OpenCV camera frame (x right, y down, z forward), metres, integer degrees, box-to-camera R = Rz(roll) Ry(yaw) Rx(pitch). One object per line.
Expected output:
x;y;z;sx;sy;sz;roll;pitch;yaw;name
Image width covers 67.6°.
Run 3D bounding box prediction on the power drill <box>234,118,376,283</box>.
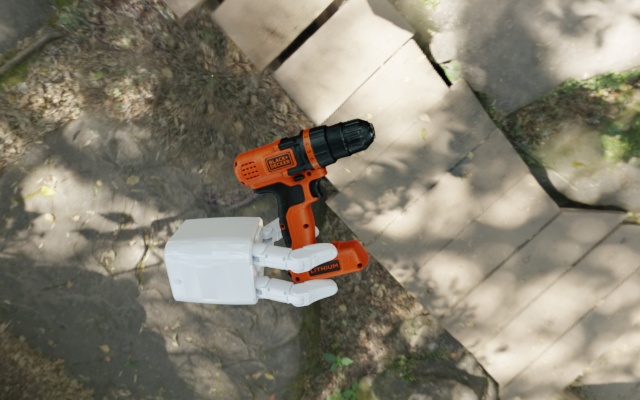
0.000;0.003;0.609;0.184;0.188;0.057;-15;10;17;power drill
